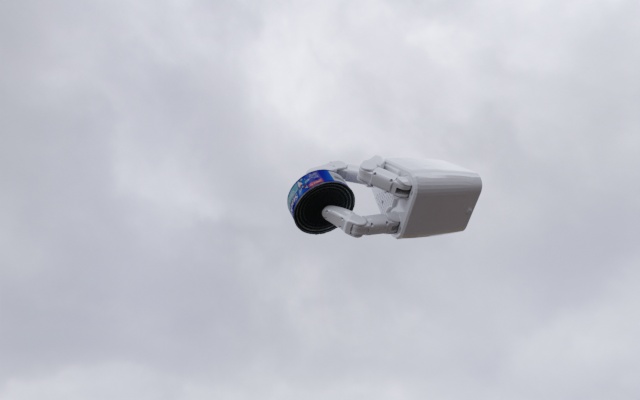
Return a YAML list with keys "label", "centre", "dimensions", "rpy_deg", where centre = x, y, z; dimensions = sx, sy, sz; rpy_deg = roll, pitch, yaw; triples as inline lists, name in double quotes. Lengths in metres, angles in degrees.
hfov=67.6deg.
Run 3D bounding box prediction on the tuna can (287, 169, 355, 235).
- label: "tuna can"
  centre: [0.000, 0.002, 0.629]
  dimensions: [0.086, 0.086, 0.033]
  rpy_deg: [0, 36, -26]
